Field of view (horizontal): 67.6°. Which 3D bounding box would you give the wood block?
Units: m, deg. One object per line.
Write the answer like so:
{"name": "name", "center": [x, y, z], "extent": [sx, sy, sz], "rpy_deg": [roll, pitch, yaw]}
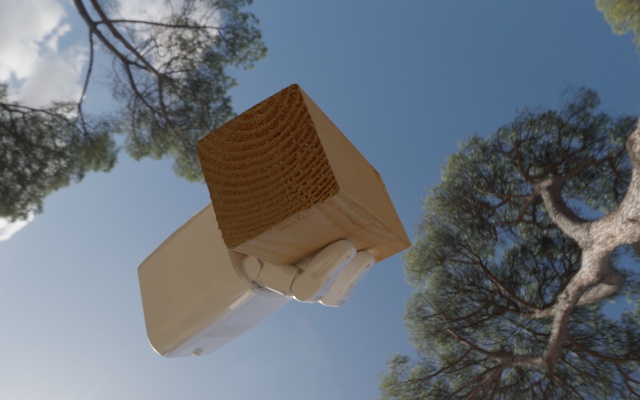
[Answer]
{"name": "wood block", "center": [0.000, 0.001, 0.410], "extent": [0.090, 0.090, 0.206], "rpy_deg": [-28, -23, 14]}
